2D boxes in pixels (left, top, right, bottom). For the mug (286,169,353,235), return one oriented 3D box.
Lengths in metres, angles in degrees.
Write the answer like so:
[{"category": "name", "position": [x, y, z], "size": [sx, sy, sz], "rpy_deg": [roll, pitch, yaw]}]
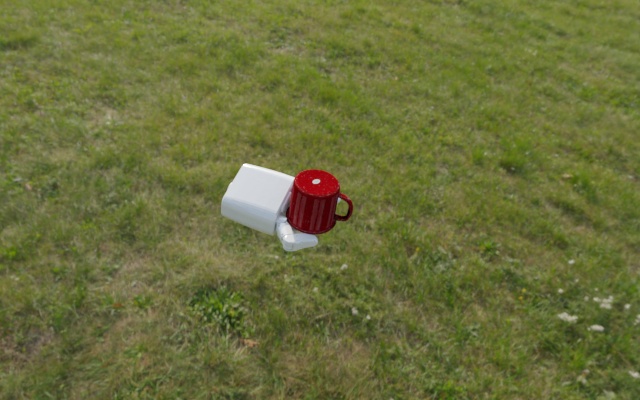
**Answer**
[{"category": "mug", "position": [0.002, 0.003, 0.836], "size": [0.117, 0.082, 0.093], "rpy_deg": [17, 39, 8]}]
